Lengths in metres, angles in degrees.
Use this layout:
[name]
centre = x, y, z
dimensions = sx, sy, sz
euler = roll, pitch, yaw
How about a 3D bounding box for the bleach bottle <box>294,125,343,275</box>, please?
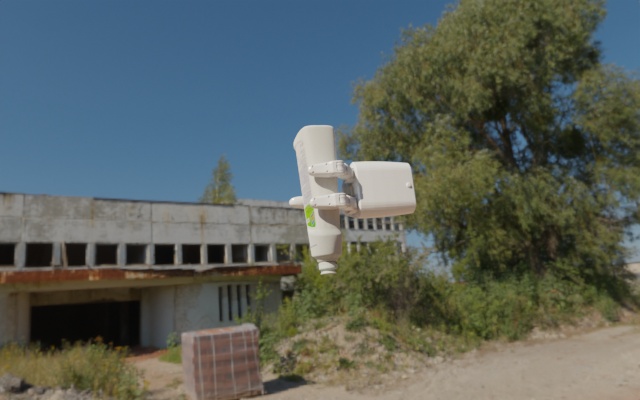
[bleach bottle]
centre = 0.000, 0.003, 0.831
dimensions = 0.068, 0.250, 0.102
euler = -3, -13, -13
